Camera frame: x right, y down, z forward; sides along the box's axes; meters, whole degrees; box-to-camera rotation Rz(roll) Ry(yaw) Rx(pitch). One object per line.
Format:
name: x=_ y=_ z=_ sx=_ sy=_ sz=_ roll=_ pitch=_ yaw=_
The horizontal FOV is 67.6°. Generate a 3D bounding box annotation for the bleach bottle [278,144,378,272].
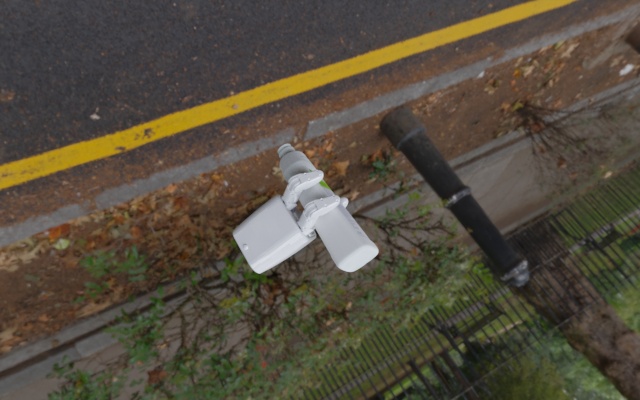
bleach bottle: x=0.000 y=0.003 z=0.838 sx=0.068 sy=0.250 sz=0.102 roll=-37 pitch=-23 yaw=8
